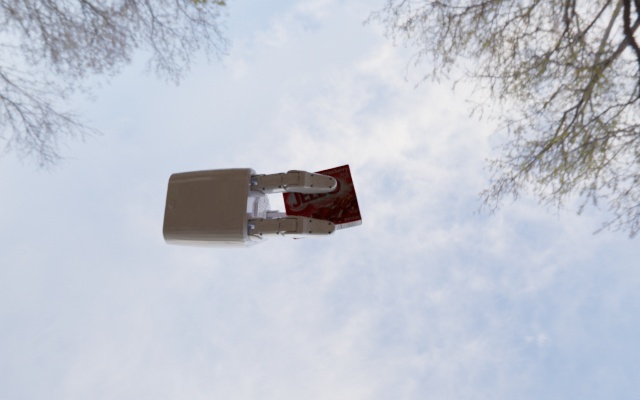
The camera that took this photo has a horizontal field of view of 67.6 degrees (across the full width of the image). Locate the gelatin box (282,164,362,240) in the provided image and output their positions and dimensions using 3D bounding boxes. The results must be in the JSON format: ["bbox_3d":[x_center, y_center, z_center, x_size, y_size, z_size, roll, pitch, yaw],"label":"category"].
[{"bbox_3d":[0.000,0.002,0.583,0.089,0.073,0.030,-12,-17,1],"label":"gelatin box"}]
